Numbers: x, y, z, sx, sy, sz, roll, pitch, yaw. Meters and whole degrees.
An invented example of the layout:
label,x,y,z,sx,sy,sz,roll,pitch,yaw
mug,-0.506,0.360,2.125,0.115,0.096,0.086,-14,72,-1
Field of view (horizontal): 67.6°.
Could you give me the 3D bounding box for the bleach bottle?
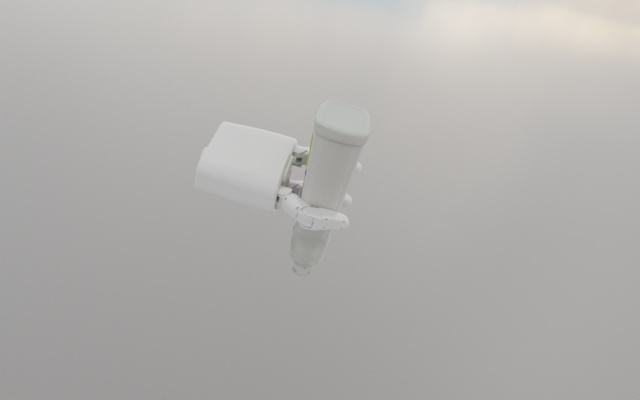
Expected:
label,x,y,z,sx,sy,sz,roll,pitch,yaw
bleach bottle,0.000,0.002,0.632,0.068,0.251,0.102,16,30,0
